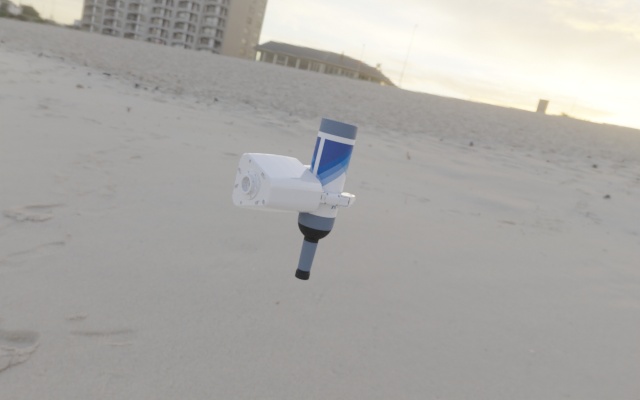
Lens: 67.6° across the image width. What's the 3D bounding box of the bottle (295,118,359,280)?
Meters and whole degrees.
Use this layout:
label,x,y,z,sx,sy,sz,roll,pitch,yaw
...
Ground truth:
label,x,y,z,sx,sy,sz,roll,pitch,yaw
bottle,0.000,0.003,0.864,0.069,0.296,0.069,14,10,-2
